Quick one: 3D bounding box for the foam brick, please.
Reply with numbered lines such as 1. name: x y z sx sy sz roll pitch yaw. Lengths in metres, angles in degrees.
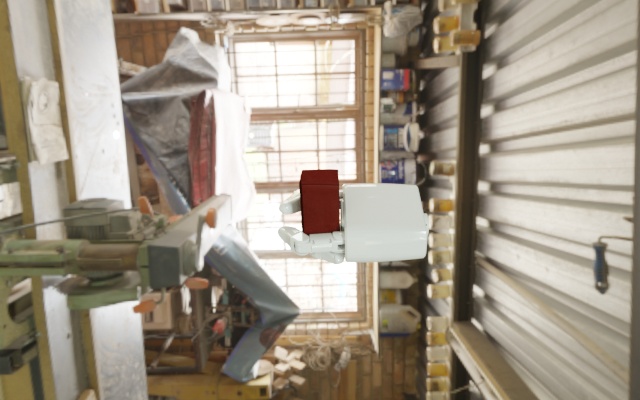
1. foam brick: 0.000 0.002 0.637 0.051 0.078 0.053 -1 27 2
